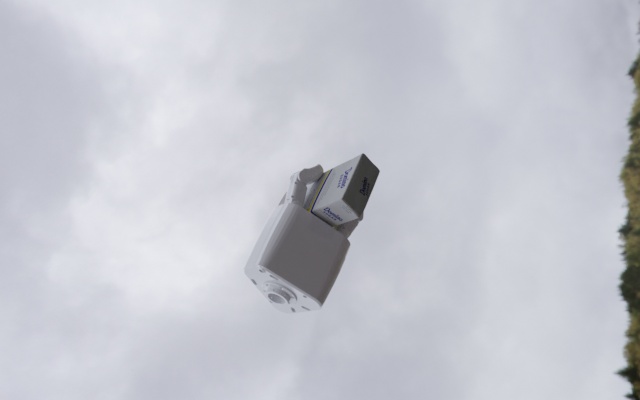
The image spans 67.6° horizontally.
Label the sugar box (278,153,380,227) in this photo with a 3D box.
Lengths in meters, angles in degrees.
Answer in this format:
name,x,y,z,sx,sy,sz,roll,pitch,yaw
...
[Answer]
name,x,y,z,sx,sy,sz,roll,pitch,yaw
sugar box,0.000,0.003,0.699,0.176,0.093,0.048,-20,-56,45
